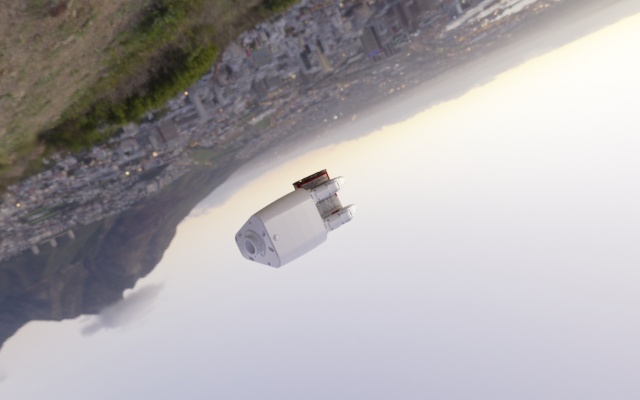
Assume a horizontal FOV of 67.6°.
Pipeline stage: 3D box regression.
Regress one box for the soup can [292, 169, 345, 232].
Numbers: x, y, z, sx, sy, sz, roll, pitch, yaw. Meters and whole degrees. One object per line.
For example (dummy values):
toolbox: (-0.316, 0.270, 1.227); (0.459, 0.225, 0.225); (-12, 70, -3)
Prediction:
soup can: (0.001, 0.003, 0.857); (0.068, 0.102, 0.068); (-24, 6, 3)
